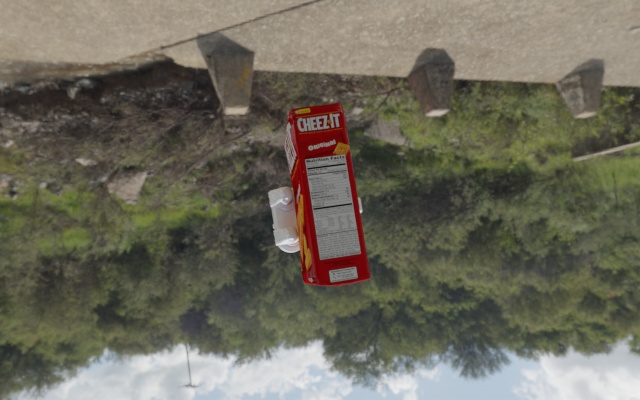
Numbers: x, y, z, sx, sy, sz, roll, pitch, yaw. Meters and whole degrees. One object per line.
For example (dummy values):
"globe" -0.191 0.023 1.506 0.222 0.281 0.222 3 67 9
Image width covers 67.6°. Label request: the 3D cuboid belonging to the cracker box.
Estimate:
"cracker box" 0.000 0.002 0.628 0.072 0.213 0.164 -8 -7 -8
